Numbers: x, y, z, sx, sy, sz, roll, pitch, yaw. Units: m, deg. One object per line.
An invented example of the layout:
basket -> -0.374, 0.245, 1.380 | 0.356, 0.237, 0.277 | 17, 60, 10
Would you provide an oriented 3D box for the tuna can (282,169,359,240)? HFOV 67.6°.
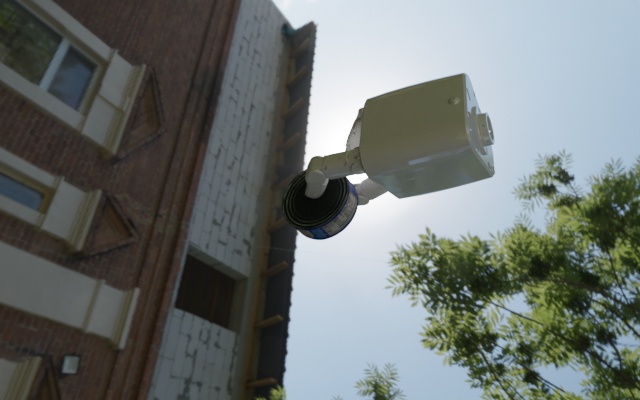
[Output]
tuna can -> 0.000, 0.002, 0.554 | 0.086, 0.086, 0.034 | 0, -29, 32
